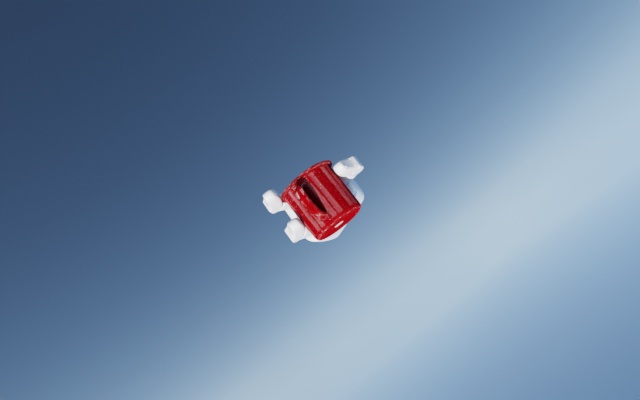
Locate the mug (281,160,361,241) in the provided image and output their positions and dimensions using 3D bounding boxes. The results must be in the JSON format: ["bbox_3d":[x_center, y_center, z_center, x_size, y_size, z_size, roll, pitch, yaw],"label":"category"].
[{"bbox_3d":[0.000,0.002,0.672,0.093,0.081,0.117,-41,-13,11],"label":"mug"}]
